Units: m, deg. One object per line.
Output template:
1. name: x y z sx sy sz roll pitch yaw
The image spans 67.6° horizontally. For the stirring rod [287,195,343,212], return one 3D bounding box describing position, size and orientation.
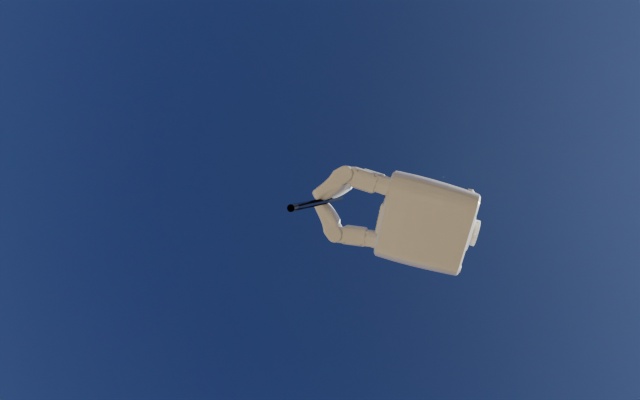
1. stirring rod: 0.000 0.002 0.594 0.011 0.011 0.239 0 3 14
